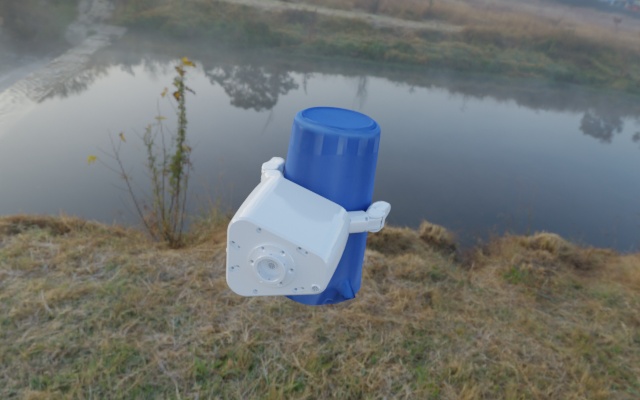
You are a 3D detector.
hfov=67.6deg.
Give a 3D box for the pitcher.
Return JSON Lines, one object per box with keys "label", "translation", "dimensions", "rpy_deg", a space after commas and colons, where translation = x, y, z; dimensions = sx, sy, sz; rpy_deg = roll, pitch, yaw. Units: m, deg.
{"label": "pitcher", "translation": [0.000, 0.002, 0.638], "dimensions": [0.149, 0.243, 0.145], "rpy_deg": [13, 26, 9]}
